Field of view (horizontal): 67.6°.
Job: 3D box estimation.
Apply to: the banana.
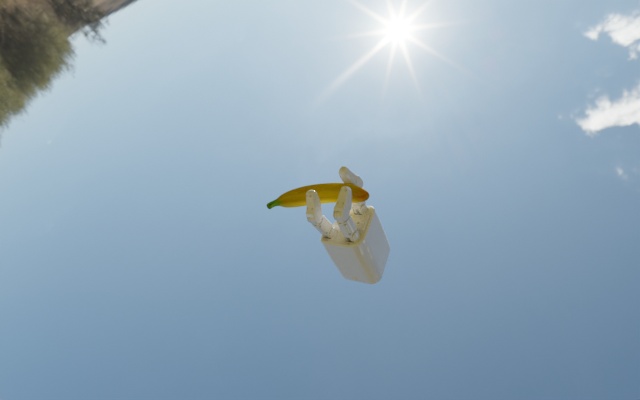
[{"bbox_3d":[0.002,-0.006,0.889,0.198,0.037,0.069,-8,28,21],"label":"banana"}]
